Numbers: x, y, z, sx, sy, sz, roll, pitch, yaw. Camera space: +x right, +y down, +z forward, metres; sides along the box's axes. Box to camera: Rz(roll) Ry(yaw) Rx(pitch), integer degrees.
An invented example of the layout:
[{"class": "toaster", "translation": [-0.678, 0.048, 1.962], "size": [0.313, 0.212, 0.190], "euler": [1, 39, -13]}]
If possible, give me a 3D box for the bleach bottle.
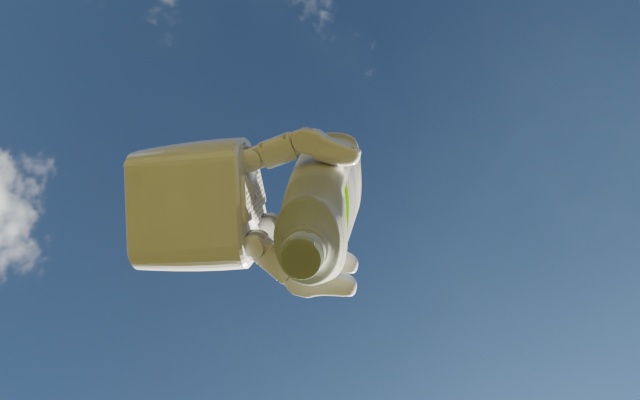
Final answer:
[{"class": "bleach bottle", "translation": [0.000, 0.002, 0.435], "size": [0.068, 0.102, 0.250], "euler": [-3, 13, 7]}]
